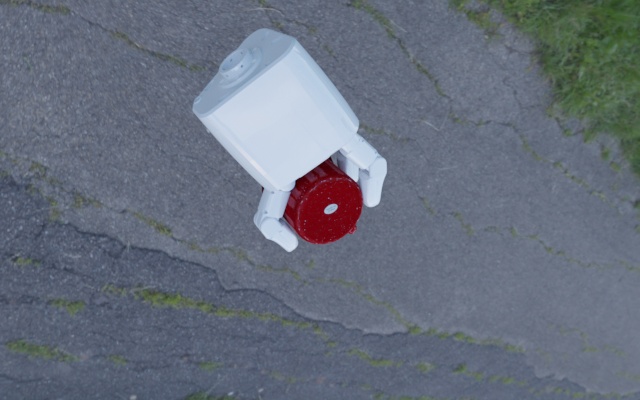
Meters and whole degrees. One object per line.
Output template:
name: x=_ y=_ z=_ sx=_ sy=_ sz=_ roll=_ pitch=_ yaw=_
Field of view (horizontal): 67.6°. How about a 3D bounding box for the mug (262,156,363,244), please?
mug: x=0.001 y=0.003 z=0.530 sx=0.117 sy=0.093 sz=0.081 roll=45 pitch=0 yaw=-38
